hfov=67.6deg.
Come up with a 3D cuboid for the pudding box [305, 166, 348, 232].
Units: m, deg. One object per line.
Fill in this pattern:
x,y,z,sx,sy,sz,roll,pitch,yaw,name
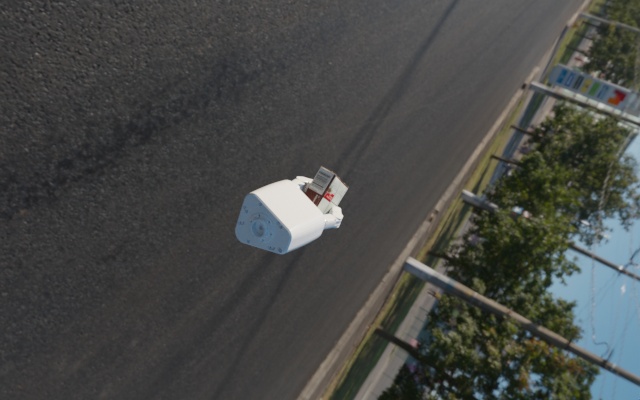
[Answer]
0.000,0.003,0.893,0.039,0.113,0.090,31,-3,22,pudding box
